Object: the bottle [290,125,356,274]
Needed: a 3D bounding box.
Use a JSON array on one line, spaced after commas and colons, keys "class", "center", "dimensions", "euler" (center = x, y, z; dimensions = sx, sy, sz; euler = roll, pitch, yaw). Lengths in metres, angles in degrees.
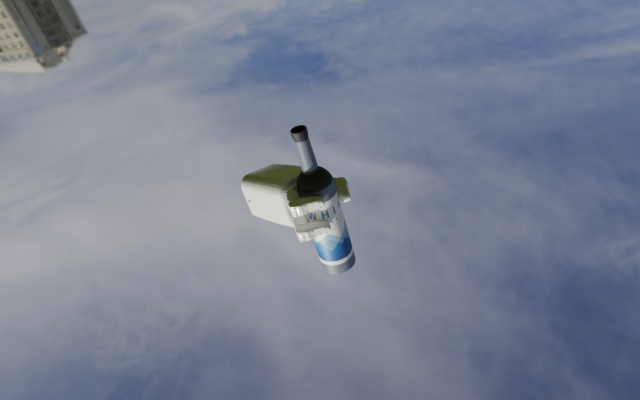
[{"class": "bottle", "center": [0.000, 0.003, 0.842], "dimensions": [0.069, 0.296, 0.069], "euler": [-11, 35, 8]}]
